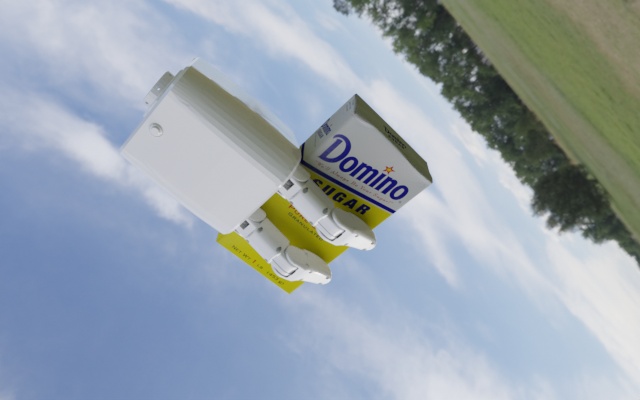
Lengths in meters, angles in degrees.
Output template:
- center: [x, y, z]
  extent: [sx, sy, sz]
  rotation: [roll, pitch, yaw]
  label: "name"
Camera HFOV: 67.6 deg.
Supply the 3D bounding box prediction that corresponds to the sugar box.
- center: [0.000, 0.002, 0.421]
  extent: [0.176, 0.093, 0.048]
  rotation: [-40, 23, 26]
  label: "sugar box"
